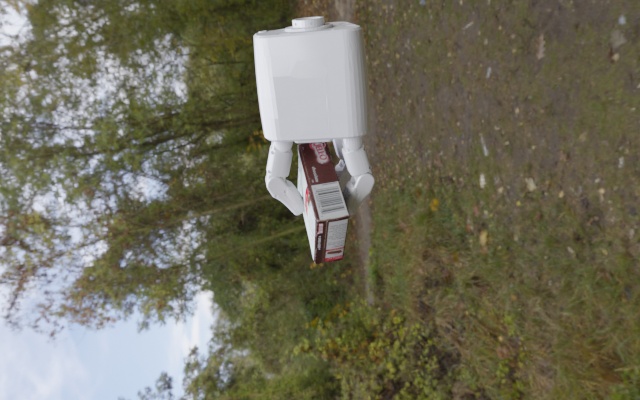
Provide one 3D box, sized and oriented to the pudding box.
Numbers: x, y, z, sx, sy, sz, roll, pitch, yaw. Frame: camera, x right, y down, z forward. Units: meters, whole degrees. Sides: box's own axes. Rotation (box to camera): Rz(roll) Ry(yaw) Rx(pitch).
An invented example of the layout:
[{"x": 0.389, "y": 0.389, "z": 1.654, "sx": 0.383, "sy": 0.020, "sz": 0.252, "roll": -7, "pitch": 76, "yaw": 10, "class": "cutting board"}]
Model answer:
[{"x": 0.000, "y": 0.002, "z": 0.549, "sx": 0.039, "sy": 0.113, "sz": 0.090, "roll": -8, "pitch": -37, "yaw": -7, "class": "pudding box"}]
